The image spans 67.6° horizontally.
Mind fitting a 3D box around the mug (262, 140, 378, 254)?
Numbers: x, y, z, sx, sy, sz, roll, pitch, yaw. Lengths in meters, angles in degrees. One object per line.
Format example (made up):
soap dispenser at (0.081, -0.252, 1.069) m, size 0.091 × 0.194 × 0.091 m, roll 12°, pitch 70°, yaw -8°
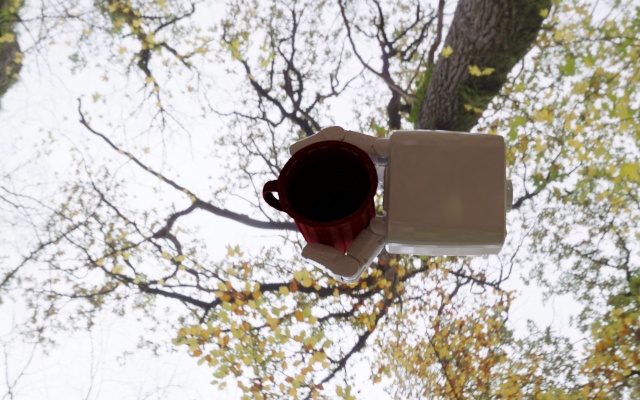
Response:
mug at (-0.001, 0.002, 0.470) m, size 0.117 × 0.093 × 0.081 m, roll 3°, pitch -28°, yaw 12°
